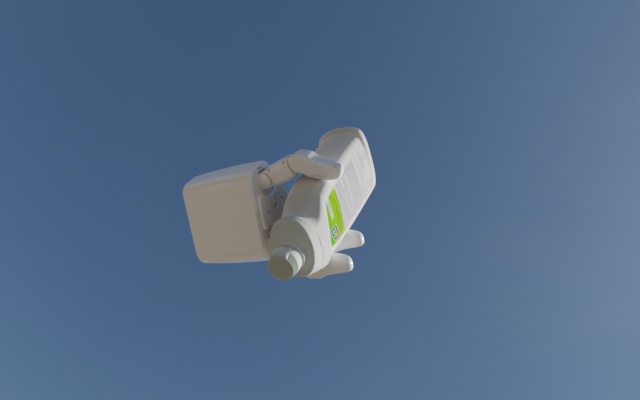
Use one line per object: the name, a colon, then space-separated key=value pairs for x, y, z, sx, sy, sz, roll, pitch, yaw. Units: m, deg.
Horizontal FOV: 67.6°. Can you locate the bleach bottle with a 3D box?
bleach bottle: x=0.000 y=0.002 z=0.560 sx=0.068 sy=0.103 sz=0.250 roll=-9 pitch=23 yaw=25
